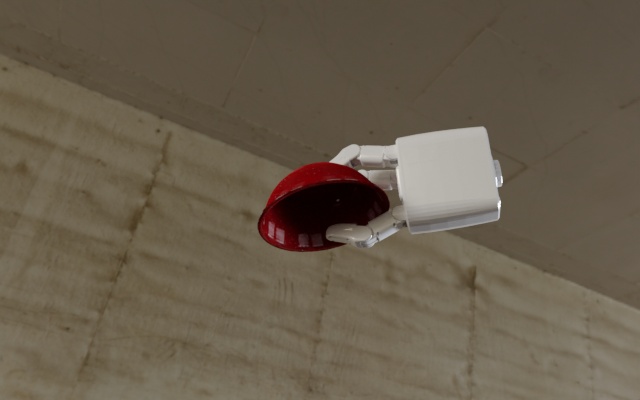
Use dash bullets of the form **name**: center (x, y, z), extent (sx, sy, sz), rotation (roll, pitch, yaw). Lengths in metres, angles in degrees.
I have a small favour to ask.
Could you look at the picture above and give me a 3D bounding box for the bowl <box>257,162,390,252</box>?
- **bowl**: center (-0.001, 0.002, 0.588), extent (0.162, 0.055, 0.162), rotation (-9, -32, -6)
